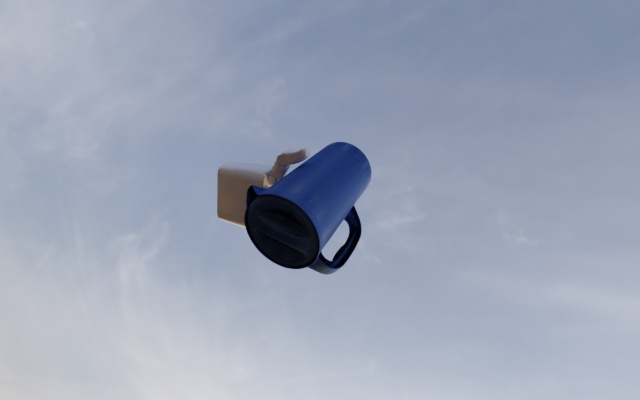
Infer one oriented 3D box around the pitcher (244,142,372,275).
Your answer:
[{"bbox_3d":[0.000,0.003,0.800,0.145,0.149,0.242,9,33,28],"label":"pitcher"}]
